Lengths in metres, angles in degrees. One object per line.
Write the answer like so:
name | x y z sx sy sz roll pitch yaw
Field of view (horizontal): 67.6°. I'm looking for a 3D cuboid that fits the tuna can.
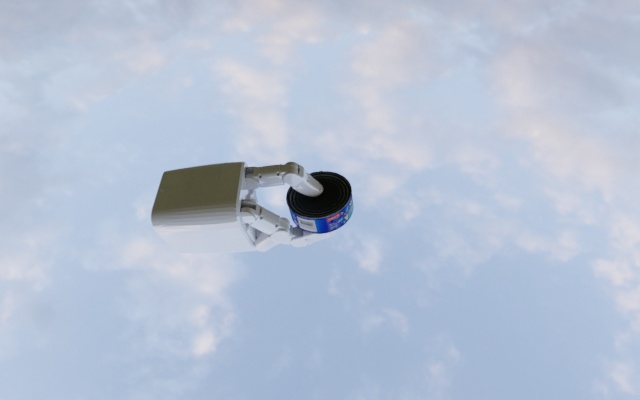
tuna can | 0.000 0.002 0.624 0.086 0.086 0.034 0 -44 12
